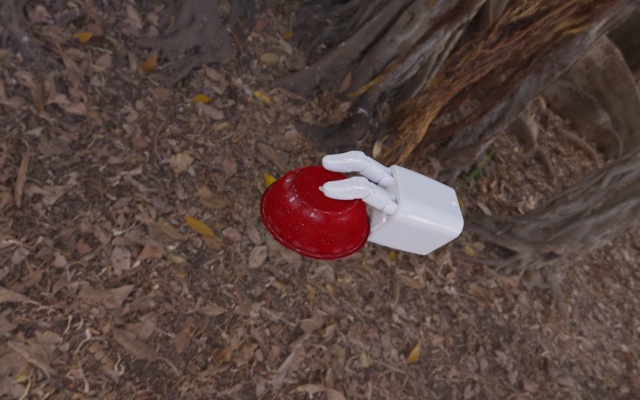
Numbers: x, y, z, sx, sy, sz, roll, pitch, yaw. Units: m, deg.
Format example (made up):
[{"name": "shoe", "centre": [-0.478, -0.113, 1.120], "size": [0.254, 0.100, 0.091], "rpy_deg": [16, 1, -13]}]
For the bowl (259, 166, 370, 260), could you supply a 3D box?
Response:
[{"name": "bowl", "centre": [-0.001, 0.002, 0.657], "size": [0.162, 0.162, 0.055], "rpy_deg": [0, -44, -20]}]
